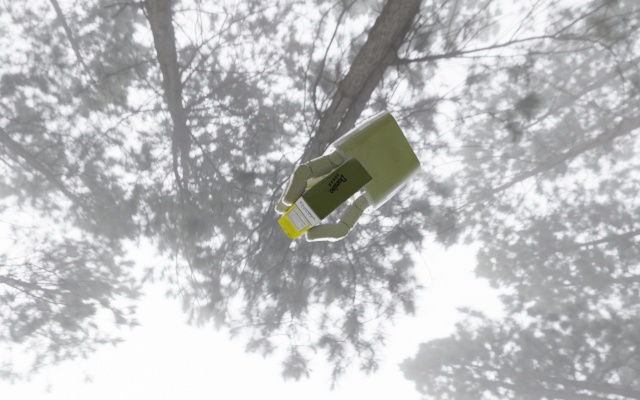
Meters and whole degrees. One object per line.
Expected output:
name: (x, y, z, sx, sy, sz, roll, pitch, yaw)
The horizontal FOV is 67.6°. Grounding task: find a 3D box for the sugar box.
sugar box: (0.000, 0.002, 0.671, 0.093, 0.048, 0.176, -38, -3, -20)
